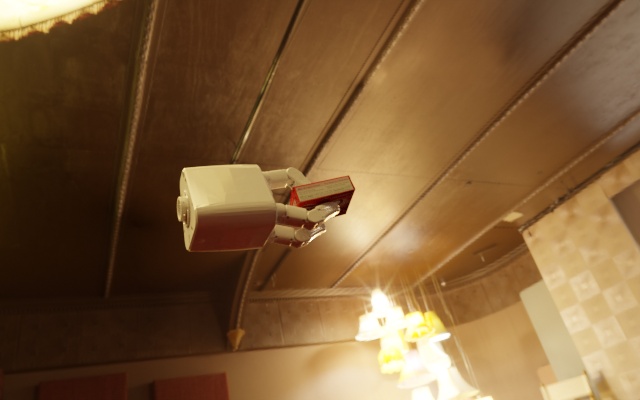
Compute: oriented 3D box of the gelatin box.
[{"bbox_3d":[0.000,0.002,0.697,0.089,0.030,0.073,-14,-27,-17],"label":"gelatin box"}]
